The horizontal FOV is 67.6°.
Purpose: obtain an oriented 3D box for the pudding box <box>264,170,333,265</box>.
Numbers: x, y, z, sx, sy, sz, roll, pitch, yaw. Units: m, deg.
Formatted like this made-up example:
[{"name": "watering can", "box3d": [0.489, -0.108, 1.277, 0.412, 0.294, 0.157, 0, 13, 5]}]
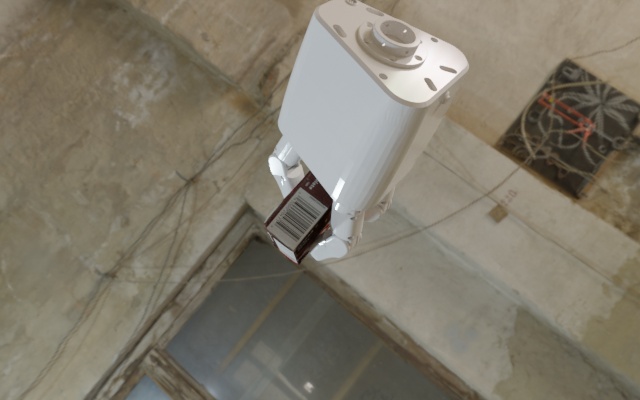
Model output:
[{"name": "pudding box", "box3d": [0.000, 0.001, 0.442, 0.039, 0.113, 0.090, 40, -11, 11]}]
